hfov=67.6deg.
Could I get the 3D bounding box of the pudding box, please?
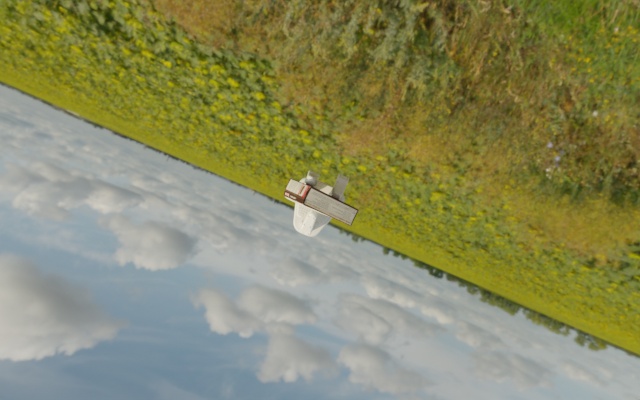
[{"bbox_3d":[0.000,0.003,0.872,0.113,0.039,0.090,23,-1,-29],"label":"pudding box"}]
